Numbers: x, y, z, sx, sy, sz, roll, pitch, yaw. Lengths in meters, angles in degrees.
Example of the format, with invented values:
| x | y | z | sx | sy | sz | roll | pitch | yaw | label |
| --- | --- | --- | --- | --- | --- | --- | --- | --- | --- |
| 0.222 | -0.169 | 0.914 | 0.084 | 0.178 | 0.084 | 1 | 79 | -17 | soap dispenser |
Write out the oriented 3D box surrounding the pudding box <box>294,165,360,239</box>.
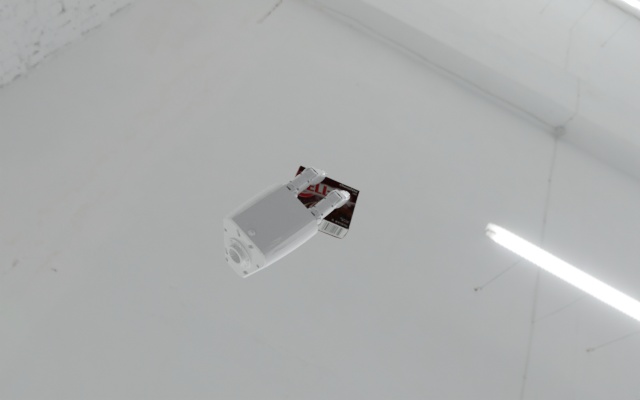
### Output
| x | y | z | sx | sy | sz | roll | pitch | yaw | label |
| --- | --- | --- | --- | --- | --- | --- | --- | --- | --- |
| 0.000 | 0.003 | 0.785 | 0.113 | 0.090 | 0.039 | 24 | -41 | -5 | pudding box |
